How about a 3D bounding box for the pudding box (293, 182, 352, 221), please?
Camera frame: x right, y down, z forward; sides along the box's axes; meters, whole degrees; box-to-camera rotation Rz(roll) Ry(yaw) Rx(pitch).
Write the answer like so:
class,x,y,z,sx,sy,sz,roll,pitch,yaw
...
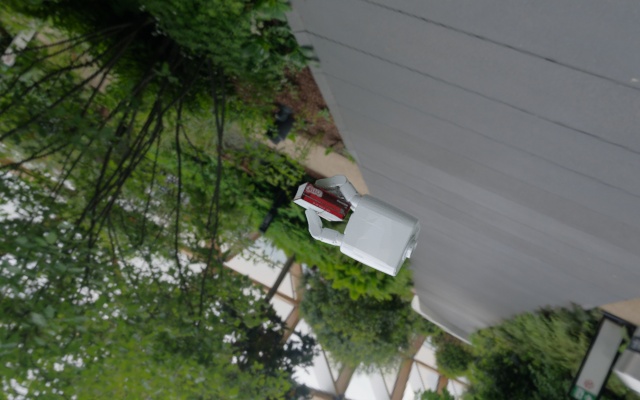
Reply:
class,x,y,z,sx,sy,sz,roll,pitch,yaw
pudding box,0.000,0.003,0.890,0.090,0.039,0.113,28,-8,-9
